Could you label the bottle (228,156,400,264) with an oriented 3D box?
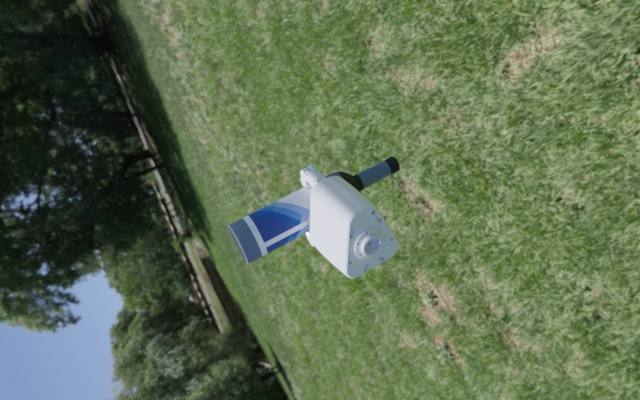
[{"bbox_3d":[0.000,0.003,0.765,0.295,0.069,0.069,-27,8,-16],"label":"bottle"}]
